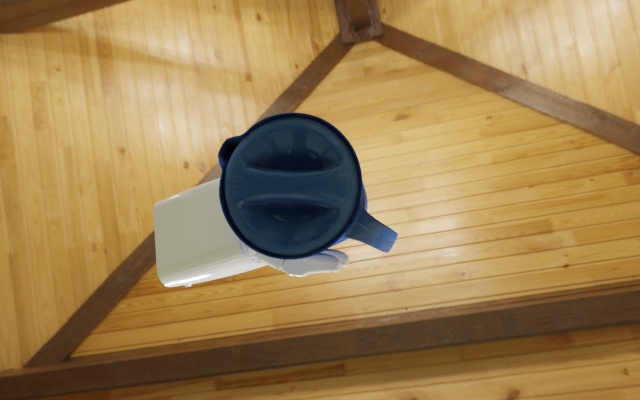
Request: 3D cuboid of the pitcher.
[{"bbox_3d":[0.000,0.002,0.537,0.145,0.149,0.243,-18,-8,8],"label":"pitcher"}]
